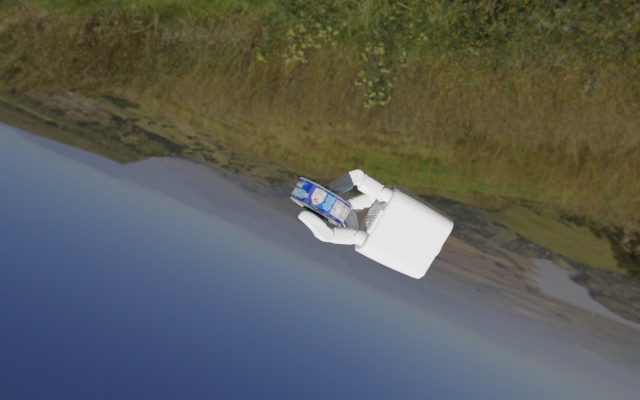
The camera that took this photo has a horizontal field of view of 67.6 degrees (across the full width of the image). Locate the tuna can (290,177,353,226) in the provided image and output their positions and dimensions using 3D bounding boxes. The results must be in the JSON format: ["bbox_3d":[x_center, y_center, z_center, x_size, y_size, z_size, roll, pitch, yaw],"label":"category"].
[{"bbox_3d":[0.000,0.003,0.676,0.086,0.034,0.086,29,-5,3],"label":"tuna can"}]
